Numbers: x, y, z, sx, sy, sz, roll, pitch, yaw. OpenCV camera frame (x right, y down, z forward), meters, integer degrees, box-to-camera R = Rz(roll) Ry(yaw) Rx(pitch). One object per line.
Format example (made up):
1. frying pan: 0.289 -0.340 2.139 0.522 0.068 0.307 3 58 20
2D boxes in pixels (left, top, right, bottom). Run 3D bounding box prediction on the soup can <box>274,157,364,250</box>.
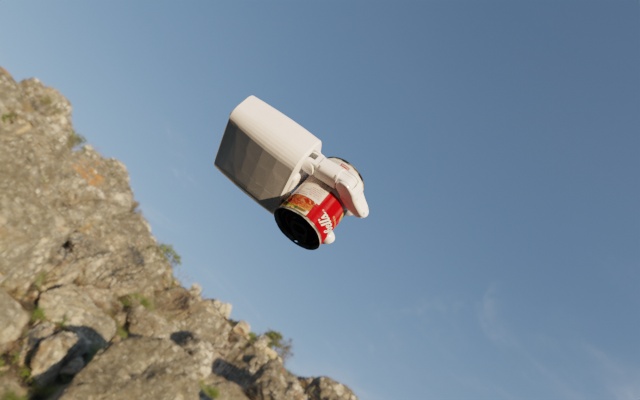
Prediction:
1. soup can: 0.001 0.002 0.588 0.068 0.068 0.102 0 40 47
